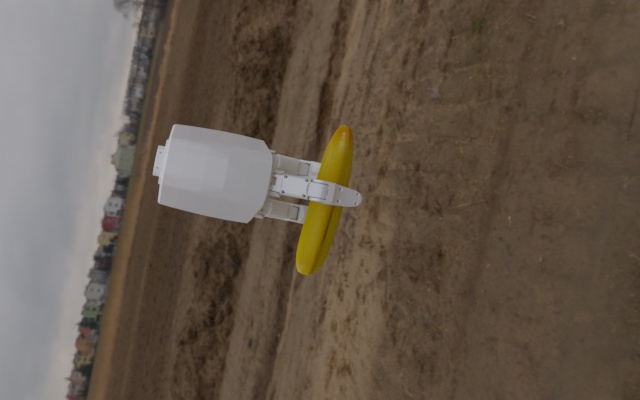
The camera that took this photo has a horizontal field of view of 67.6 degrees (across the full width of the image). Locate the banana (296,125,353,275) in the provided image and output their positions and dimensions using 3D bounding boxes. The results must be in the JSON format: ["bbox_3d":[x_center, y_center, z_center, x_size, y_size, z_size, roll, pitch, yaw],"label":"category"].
[{"bbox_3d":[0.001,0.013,0.551,0.037,0.198,0.069,12,23,-12],"label":"banana"}]
